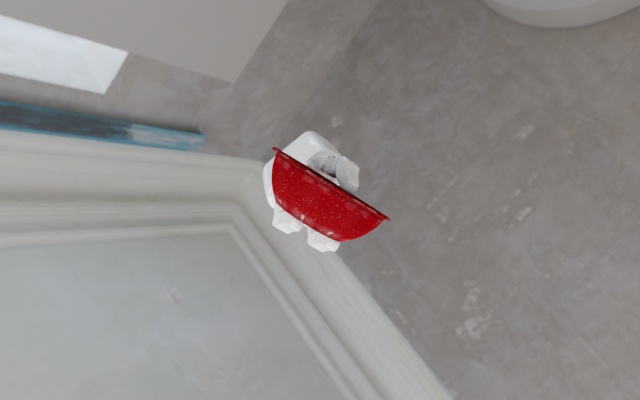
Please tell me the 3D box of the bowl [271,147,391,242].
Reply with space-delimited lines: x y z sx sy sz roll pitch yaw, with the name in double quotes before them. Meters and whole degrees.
"bowl" 0.000 0.002 0.560 0.162 0.055 0.162 32 3 -2
